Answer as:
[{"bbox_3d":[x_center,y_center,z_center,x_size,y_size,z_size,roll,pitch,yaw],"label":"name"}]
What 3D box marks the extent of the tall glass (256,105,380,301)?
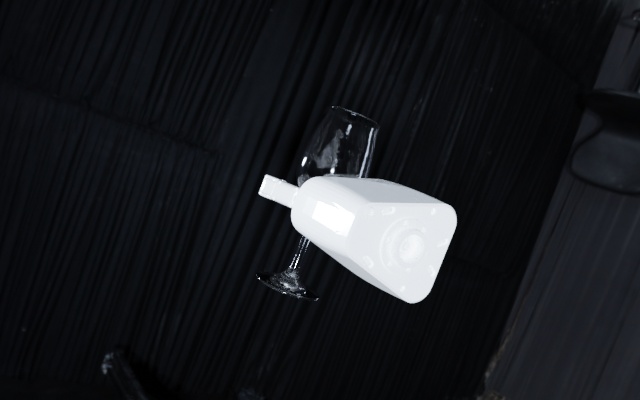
[{"bbox_3d":[0.000,0.002,0.521,0.079,0.201,0.079,21,2,-1],"label":"tall glass"}]
